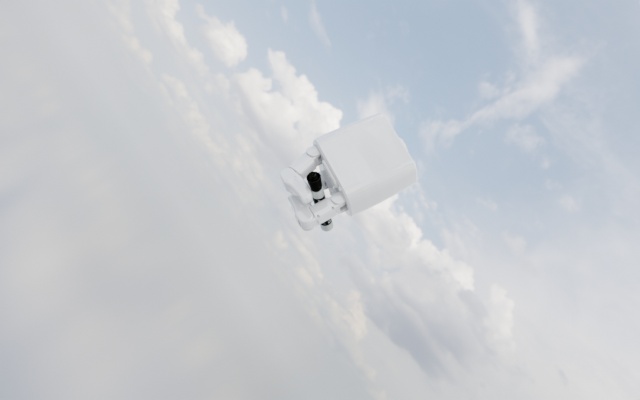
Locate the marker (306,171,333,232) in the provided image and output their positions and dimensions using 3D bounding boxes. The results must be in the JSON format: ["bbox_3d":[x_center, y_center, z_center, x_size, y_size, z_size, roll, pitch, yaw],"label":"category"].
[{"bbox_3d":[0.000,0.002,0.647,0.020,0.020,0.121,0,-36,12],"label":"marker"}]
